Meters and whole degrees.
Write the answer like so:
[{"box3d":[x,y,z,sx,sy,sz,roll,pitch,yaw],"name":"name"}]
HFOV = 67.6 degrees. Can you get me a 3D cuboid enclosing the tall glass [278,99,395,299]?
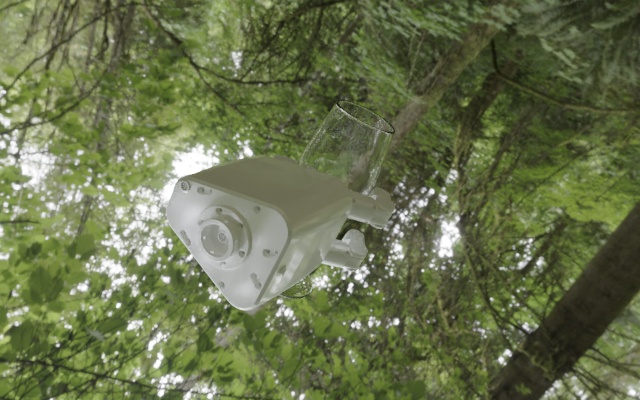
[{"box3d":[0.000,0.002,0.485,0.079,0.201,0.079,23,24,-11],"name":"tall glass"}]
